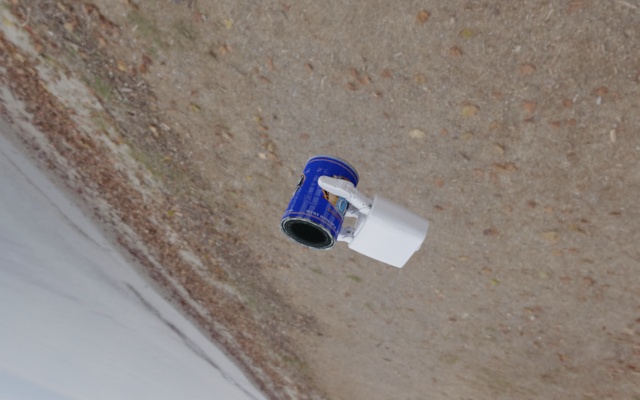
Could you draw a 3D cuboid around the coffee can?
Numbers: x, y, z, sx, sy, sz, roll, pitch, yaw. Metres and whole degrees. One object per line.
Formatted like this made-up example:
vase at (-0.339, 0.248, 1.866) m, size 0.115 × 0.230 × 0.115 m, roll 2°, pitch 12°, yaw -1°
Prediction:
coffee can at (0.000, 0.003, 0.851) m, size 0.103 × 0.140 × 0.103 m, roll 16°, pitch -30°, yaw 10°
